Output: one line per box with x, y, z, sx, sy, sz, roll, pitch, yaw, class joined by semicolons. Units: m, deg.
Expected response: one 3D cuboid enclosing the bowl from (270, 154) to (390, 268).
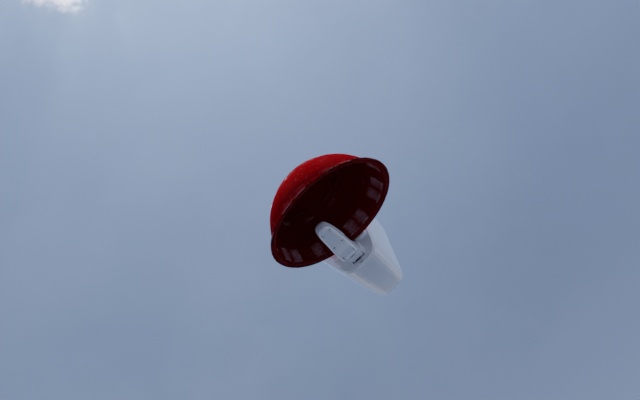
0.000;0.001;0.547;0.162;0.162;0.055;0;40;-47;bowl
